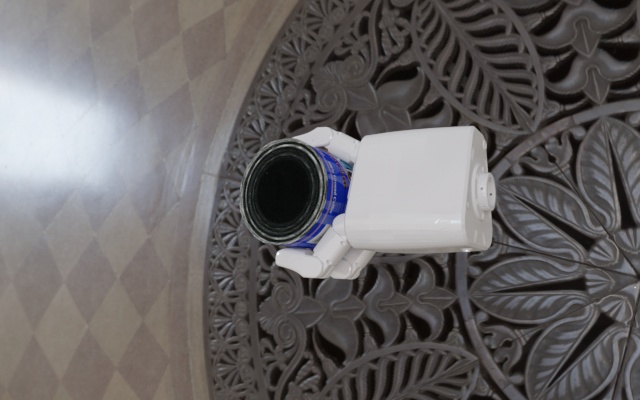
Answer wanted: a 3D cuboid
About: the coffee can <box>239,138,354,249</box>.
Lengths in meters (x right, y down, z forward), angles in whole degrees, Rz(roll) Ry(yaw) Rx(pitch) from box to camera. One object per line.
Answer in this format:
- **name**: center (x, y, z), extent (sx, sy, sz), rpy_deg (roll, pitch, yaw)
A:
- **coffee can**: center (0.000, 0.002, 0.502), extent (0.103, 0.103, 0.140), rpy_deg (0, -9, 33)
